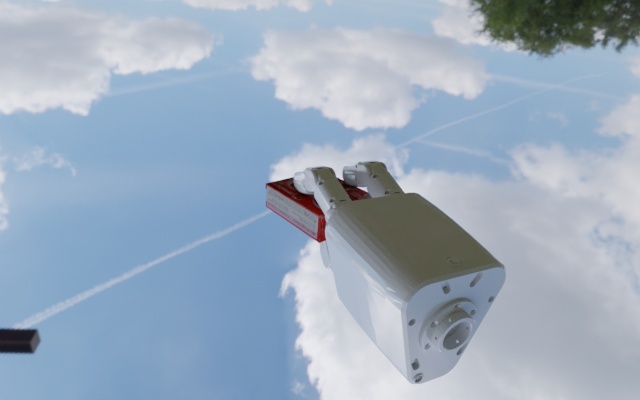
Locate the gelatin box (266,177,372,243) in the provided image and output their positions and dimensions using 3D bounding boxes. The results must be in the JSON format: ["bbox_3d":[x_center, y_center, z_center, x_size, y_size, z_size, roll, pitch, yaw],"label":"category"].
[{"bbox_3d":[0.000,0.002,0.471,0.073,0.030,0.089,-17,32,-37],"label":"gelatin box"}]
